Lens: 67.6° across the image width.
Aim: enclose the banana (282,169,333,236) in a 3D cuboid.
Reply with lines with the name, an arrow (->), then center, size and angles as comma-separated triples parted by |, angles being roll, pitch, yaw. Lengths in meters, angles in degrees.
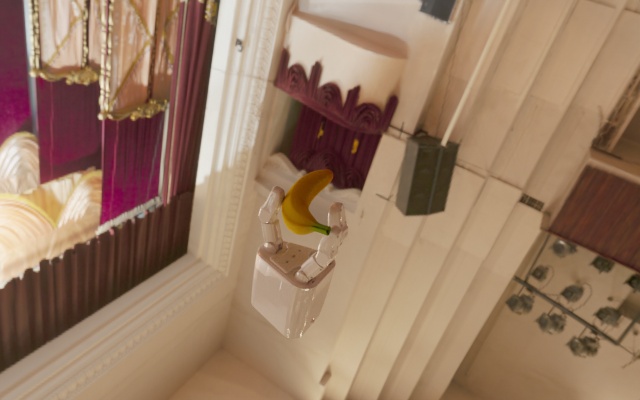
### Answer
banana -> -0.019, 0.001, 0.685 | 0.069, 0.037, 0.197 | 8, 28, -2
